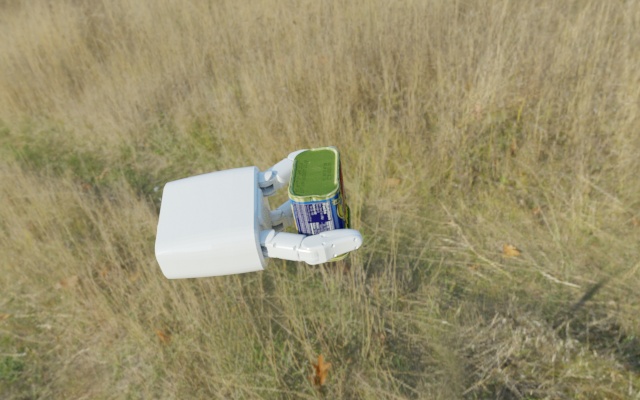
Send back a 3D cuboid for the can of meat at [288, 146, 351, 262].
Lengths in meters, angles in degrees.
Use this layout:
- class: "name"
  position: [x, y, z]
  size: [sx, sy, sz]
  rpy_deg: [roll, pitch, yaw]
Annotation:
- class: "can of meat"
  position: [0.000, 0.001, 0.517]
  size: [0.057, 0.084, 0.102]
  rpy_deg: [-6, 35, 7]
